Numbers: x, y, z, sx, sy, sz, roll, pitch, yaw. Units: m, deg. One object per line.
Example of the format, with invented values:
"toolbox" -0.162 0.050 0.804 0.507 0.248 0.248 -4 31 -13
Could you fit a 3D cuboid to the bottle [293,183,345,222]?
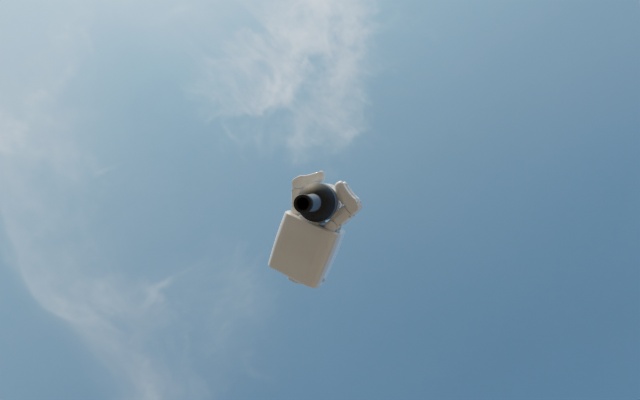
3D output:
"bottle" 0.000 0.003 0.832 0.069 0.069 0.295 0 1 10
